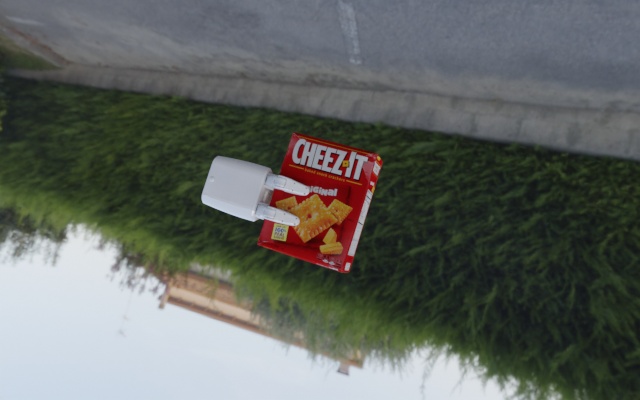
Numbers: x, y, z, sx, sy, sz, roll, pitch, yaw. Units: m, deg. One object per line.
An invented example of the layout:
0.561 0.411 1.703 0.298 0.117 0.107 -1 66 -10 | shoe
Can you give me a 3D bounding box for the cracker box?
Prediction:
0.000 0.003 0.852 0.164 0.213 0.072 16 -4 15 | cracker box
